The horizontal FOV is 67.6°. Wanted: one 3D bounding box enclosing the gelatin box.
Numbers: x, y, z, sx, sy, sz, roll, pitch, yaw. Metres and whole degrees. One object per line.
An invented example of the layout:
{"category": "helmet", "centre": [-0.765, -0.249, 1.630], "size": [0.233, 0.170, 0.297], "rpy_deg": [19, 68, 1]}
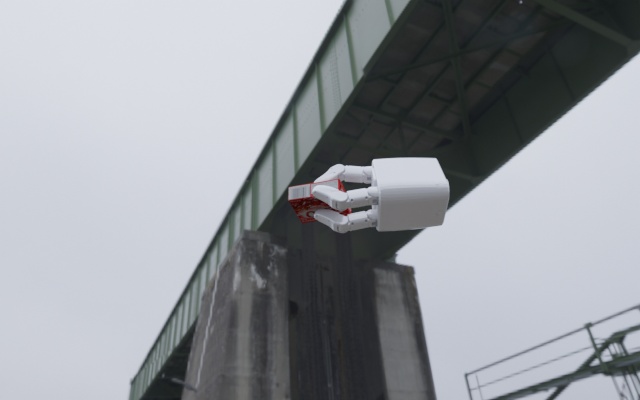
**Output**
{"category": "gelatin box", "centre": [0.000, 0.002, 0.782], "size": [0.089, 0.030, 0.073], "rpy_deg": [-9, -35, 14]}
